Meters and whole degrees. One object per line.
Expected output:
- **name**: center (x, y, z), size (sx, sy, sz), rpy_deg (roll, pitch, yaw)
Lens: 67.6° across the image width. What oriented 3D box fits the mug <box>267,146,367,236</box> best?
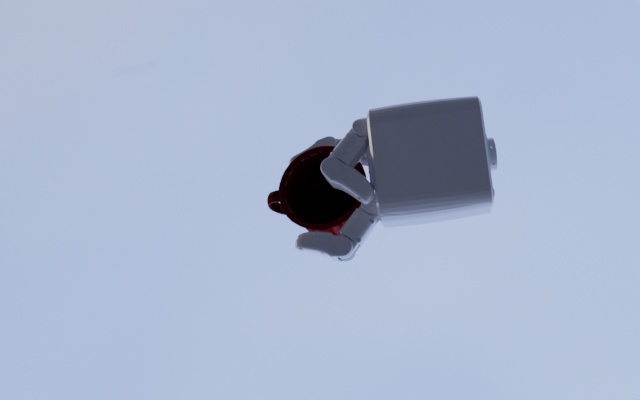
- **mug**: center (-0.001, 0.002, 0.523), size (0.117, 0.093, 0.081), rpy_deg (-7, -24, 14)
